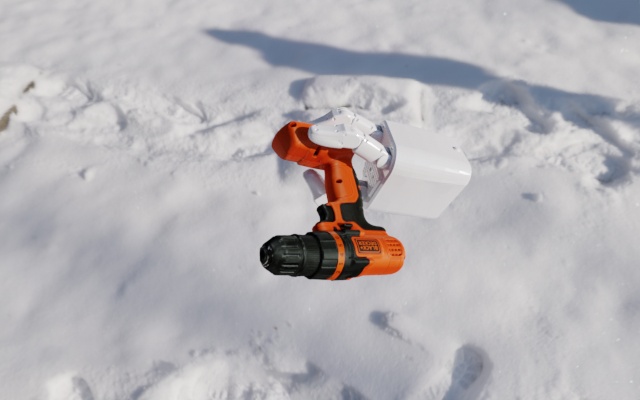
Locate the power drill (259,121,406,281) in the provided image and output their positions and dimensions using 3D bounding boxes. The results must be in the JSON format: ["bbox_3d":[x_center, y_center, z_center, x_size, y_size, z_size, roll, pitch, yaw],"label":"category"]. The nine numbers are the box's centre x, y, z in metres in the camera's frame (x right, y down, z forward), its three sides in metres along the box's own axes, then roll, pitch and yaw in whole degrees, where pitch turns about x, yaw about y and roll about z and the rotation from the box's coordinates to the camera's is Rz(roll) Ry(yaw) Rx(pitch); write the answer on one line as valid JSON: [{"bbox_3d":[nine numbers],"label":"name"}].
[{"bbox_3d":[0.000,0.001,0.545,0.184,0.187,0.057,6,-33,-38],"label":"power drill"}]
